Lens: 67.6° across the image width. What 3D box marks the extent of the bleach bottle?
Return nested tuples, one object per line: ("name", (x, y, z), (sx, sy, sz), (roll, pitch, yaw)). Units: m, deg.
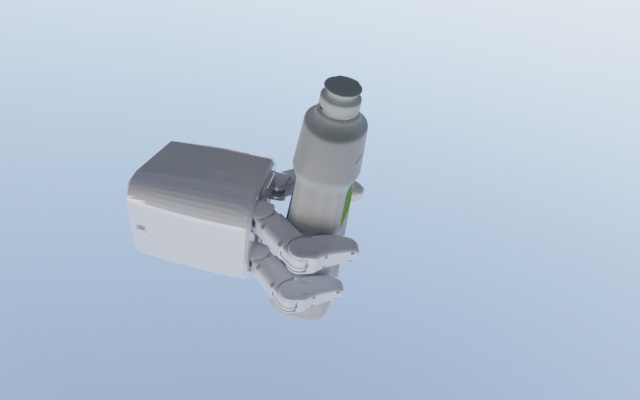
("bleach bottle", (0.000, 0.002, 0.432), (0.068, 0.251, 0.102), (13, 44, 2))
